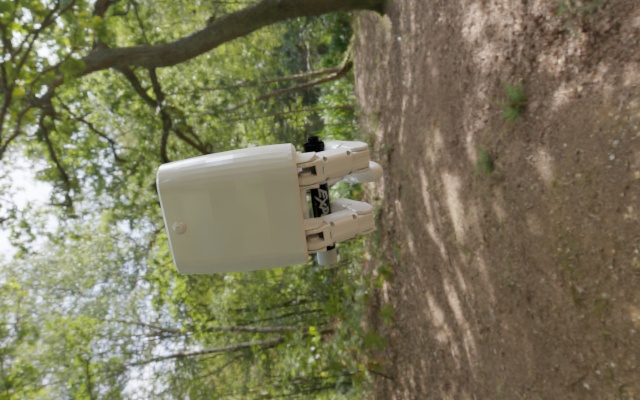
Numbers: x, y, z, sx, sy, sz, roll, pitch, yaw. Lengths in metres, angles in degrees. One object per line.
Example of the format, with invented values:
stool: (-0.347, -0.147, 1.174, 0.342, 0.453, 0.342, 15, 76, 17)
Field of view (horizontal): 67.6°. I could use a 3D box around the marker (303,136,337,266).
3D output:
marker: (0.000, 0.001, 0.439, 0.020, 0.121, 0.020, -6, 17, 2)
